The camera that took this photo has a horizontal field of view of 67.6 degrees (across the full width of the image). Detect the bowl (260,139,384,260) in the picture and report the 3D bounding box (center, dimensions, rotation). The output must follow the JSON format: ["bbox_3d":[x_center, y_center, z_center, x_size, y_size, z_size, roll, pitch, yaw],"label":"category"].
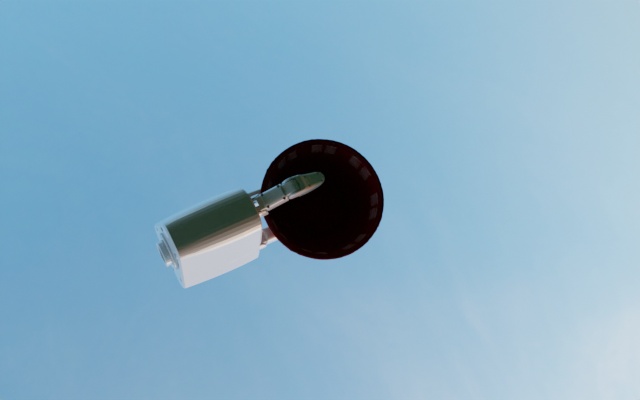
[{"bbox_3d":[0.001,0.002,0.640,0.162,0.162,0.055,0,-14,-8],"label":"bowl"}]
